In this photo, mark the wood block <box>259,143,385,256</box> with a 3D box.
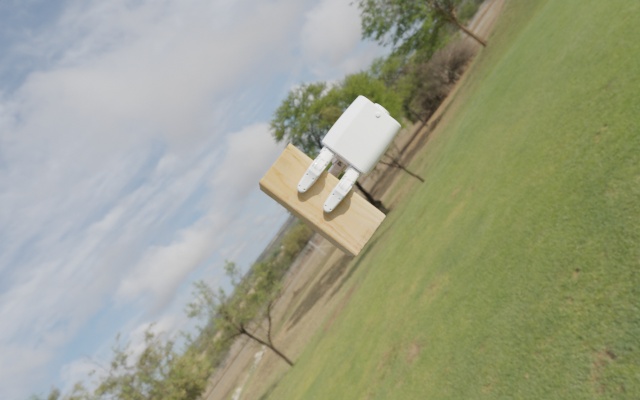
[{"bbox_3d":[0.000,0.002,0.849,0.206,0.090,0.091,37,-8,-1],"label":"wood block"}]
